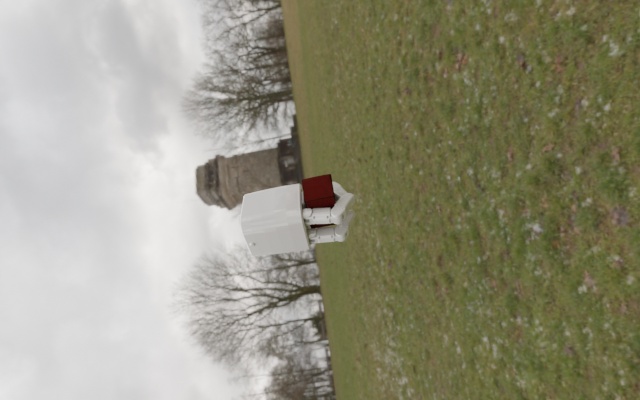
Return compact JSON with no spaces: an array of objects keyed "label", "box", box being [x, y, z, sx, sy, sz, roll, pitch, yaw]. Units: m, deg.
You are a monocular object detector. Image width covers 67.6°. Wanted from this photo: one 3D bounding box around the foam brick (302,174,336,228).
[{"label":"foam brick","box":[0.000,0.002,0.819,0.051,0.053,0.078,-9,-42,2]}]
